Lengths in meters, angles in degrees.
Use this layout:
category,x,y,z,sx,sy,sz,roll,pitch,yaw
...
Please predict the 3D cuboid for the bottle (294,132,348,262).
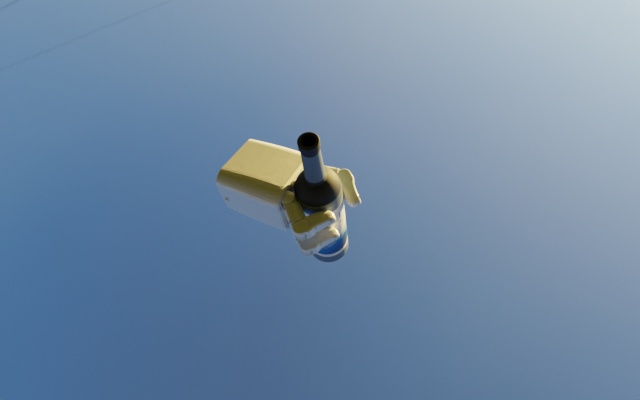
category,x,y,z,sx,sy,sz,roll,pitch,yaw
bottle,0.000,0.002,0.692,0.069,0.069,0.296,0,-30,7
